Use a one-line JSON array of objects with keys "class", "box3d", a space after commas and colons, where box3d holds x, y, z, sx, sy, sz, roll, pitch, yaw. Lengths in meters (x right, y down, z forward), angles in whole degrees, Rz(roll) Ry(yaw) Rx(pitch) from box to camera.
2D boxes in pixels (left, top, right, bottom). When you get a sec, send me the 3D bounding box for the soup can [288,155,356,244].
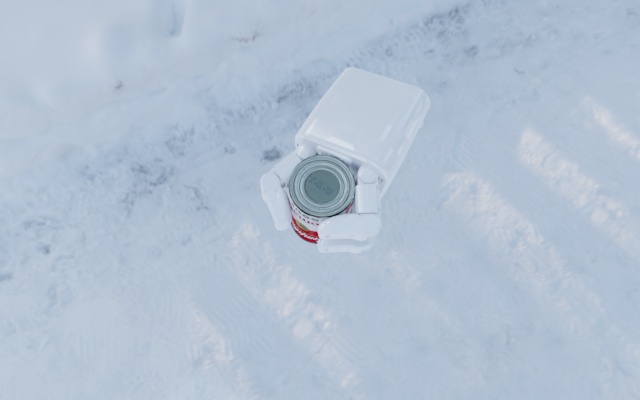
[{"class": "soup can", "box3d": [0.000, 0.002, 0.509, 0.068, 0.068, 0.102, 0, -19, -2]}]
